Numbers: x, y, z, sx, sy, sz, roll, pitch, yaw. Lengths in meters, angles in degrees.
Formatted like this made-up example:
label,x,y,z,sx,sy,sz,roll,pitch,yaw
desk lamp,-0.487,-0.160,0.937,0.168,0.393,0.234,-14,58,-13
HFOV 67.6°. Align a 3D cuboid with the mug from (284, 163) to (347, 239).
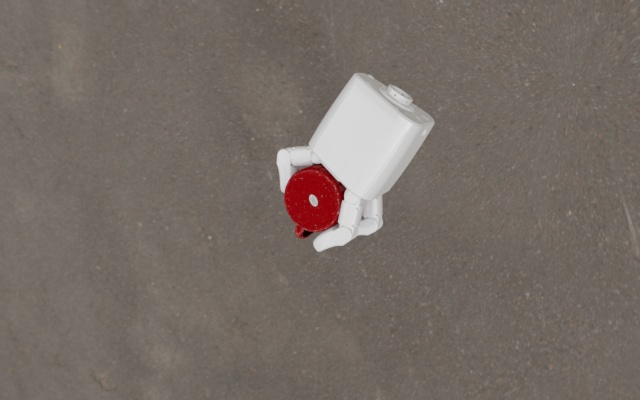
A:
label,x,y,z,sx,sy,sz,roll,pitch,yaw
mug,-0.001,0.003,0.623,0.093,0.117,0.081,40,26,14
